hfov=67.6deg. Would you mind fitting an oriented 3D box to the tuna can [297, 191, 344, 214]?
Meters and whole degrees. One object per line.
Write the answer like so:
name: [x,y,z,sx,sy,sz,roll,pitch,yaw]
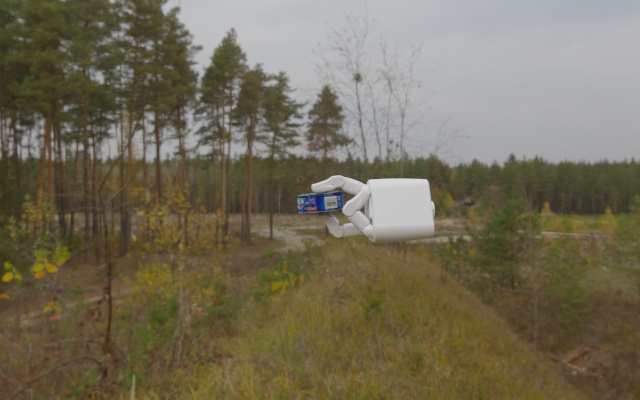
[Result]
tuna can: [0.000,0.002,0.877,0.086,0.034,0.086,-5,3,0]
